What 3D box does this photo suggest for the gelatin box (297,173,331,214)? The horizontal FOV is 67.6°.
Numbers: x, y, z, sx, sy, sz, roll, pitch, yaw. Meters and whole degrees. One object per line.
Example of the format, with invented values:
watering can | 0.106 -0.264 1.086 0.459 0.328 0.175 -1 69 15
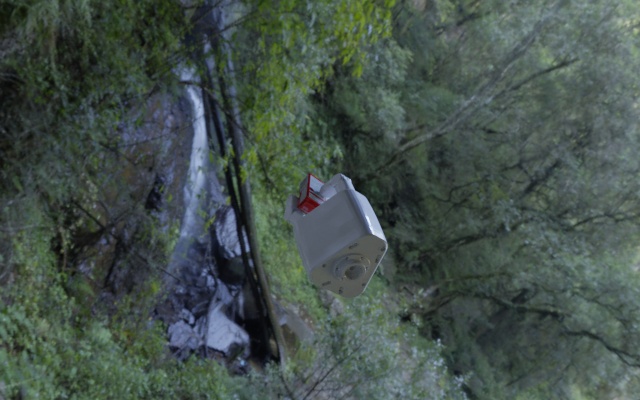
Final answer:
gelatin box | 0.000 0.002 0.784 0.073 0.030 0.089 35 24 -17
